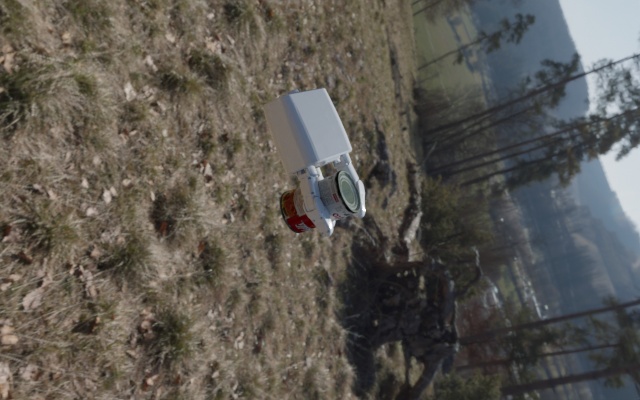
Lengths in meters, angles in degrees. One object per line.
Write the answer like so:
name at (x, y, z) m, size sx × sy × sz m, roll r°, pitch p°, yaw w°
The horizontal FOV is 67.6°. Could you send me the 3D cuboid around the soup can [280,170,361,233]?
soup can at (0.001, 0.003, 0.710) m, size 0.102 × 0.068 × 0.068 m, roll -21°, pitch -10°, yaw 27°
